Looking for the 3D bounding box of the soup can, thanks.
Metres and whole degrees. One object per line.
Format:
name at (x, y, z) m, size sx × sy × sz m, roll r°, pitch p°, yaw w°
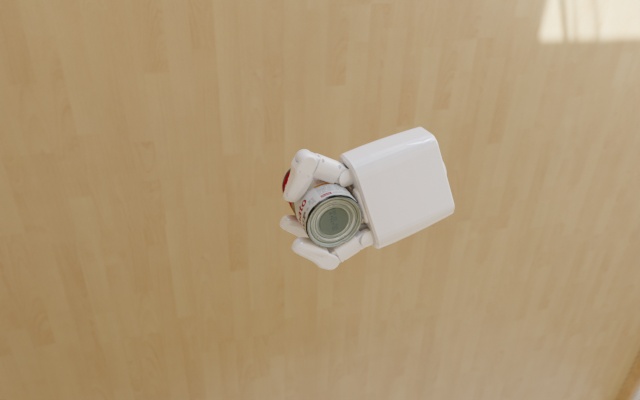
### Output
soup can at (0.000, 0.002, 0.564) m, size 0.068 × 0.068 × 0.102 m, roll 0°, pitch 27°, yaw -21°
